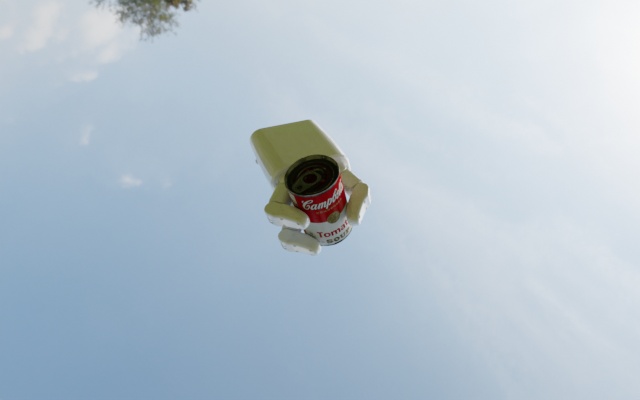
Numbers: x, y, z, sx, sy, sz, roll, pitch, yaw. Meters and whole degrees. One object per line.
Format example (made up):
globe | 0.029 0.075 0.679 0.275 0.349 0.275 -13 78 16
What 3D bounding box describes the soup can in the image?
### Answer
soup can | 0.000 0.002 0.602 0.068 0.068 0.102 0 -41 16
